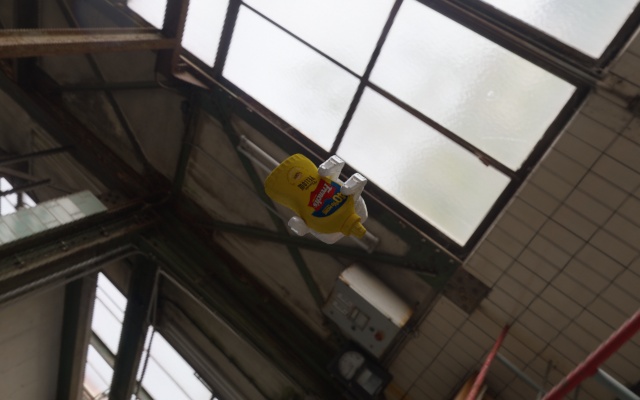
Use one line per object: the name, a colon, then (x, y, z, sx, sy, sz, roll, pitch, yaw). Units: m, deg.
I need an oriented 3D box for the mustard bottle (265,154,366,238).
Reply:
mustard bottle: (0.000, 0.002, 0.831, 0.191, 0.096, 0.058, 38, -29, 19)
